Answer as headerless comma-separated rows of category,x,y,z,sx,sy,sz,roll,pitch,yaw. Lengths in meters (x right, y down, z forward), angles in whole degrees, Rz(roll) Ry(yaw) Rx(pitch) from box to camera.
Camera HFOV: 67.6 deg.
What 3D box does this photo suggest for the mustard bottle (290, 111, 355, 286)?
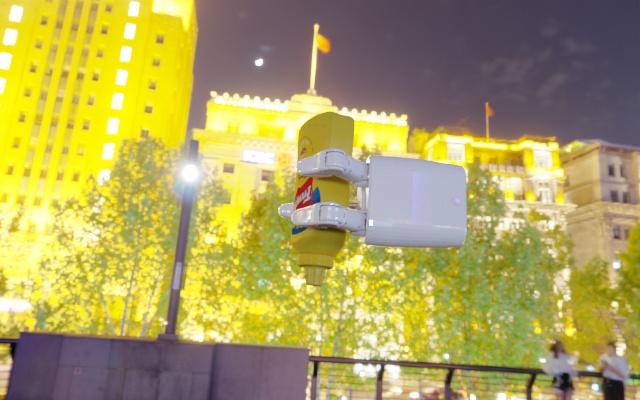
mustard bottle,0.000,0.002,0.551,0.058,0.191,0.096,10,-15,-25
